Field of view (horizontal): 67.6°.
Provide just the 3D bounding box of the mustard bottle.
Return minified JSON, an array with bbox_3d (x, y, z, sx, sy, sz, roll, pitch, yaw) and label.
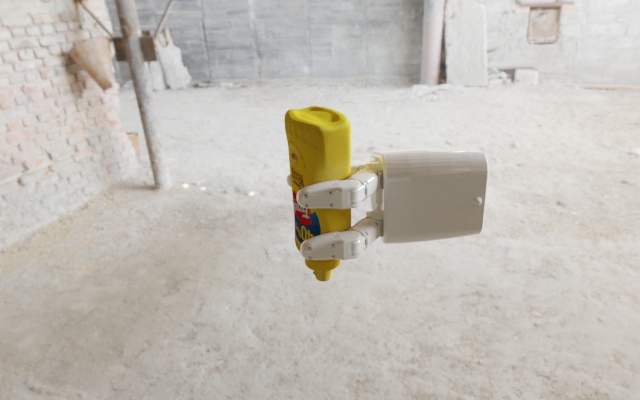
[{"bbox_3d":[0.000,0.001,0.512,0.058,0.192,0.096,-13,26,-21],"label":"mustard bottle"}]
